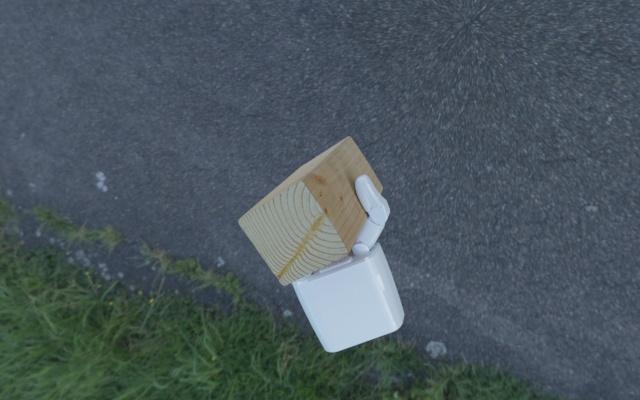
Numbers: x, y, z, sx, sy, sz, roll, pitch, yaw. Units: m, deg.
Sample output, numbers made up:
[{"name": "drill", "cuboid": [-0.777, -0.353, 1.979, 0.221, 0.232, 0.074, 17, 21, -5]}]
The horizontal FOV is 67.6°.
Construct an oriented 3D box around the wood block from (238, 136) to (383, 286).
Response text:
[{"name": "wood block", "cuboid": [0.001, 0.002, 0.577, 0.091, 0.090, 0.206, -30, 9, 24]}]
